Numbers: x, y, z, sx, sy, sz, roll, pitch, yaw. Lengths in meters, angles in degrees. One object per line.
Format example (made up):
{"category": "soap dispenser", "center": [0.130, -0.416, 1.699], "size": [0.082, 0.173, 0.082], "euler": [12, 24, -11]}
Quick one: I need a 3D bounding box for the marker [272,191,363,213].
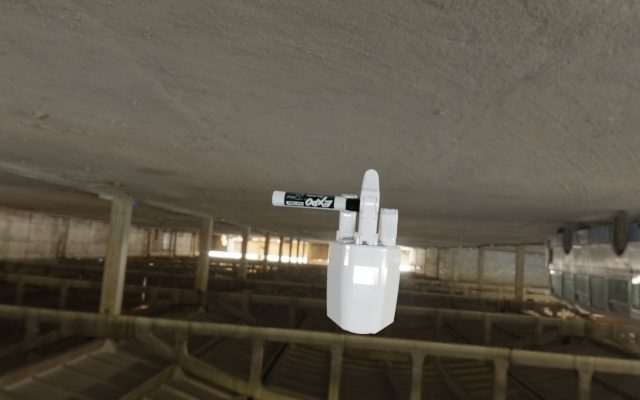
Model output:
{"category": "marker", "center": [0.000, 0.002, 0.603], "size": [0.121, 0.020, 0.020], "euler": [5, 0, 7]}
